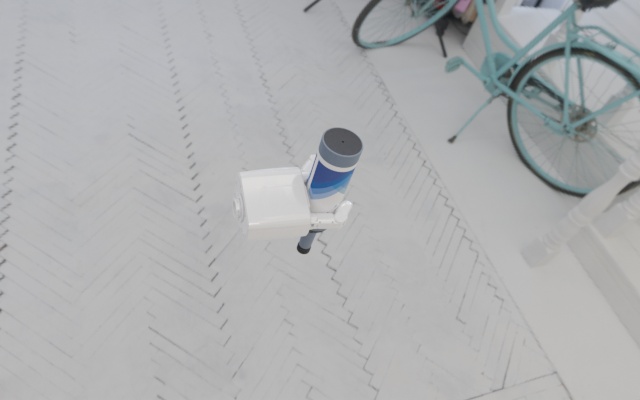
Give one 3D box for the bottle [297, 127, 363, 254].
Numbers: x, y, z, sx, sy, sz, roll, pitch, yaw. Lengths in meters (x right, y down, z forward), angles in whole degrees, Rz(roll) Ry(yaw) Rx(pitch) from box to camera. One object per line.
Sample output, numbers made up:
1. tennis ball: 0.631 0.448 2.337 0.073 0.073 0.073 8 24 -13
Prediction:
1. bottle: 0.000 0.003 0.843 0.069 0.069 0.296 0 -39 -18
